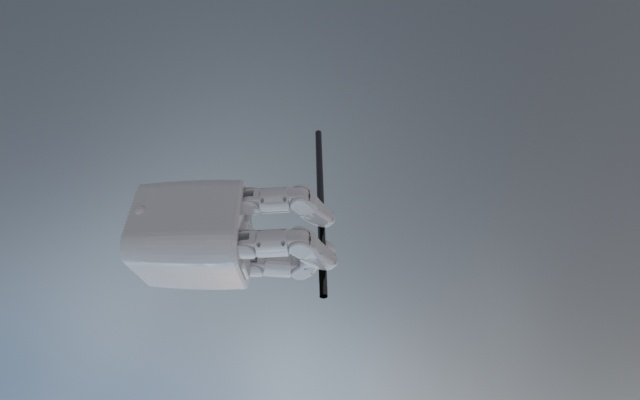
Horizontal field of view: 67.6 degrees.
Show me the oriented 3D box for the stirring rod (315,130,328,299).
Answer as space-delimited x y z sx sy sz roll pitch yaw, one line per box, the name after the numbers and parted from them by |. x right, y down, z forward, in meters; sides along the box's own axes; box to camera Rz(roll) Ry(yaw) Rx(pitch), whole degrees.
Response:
0.000 0.002 0.530 0.011 0.239 0.011 -1 -42 -1 | stirring rod
